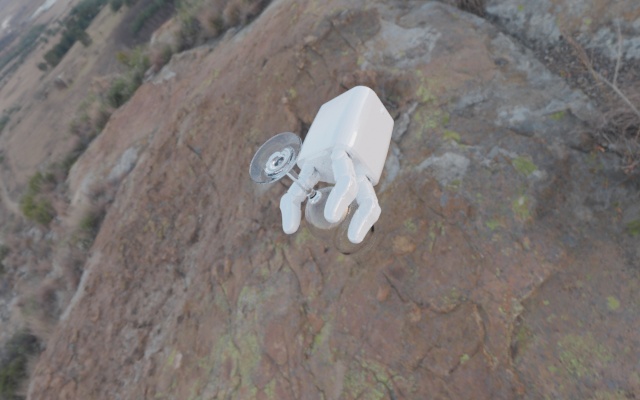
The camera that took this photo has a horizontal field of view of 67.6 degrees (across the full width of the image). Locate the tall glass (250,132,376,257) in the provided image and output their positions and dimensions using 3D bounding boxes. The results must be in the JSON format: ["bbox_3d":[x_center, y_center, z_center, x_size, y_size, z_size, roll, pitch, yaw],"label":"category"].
[{"bbox_3d":[0.000,0.002,0.620,0.079,0.079,0.201,0,-32,39],"label":"tall glass"}]
